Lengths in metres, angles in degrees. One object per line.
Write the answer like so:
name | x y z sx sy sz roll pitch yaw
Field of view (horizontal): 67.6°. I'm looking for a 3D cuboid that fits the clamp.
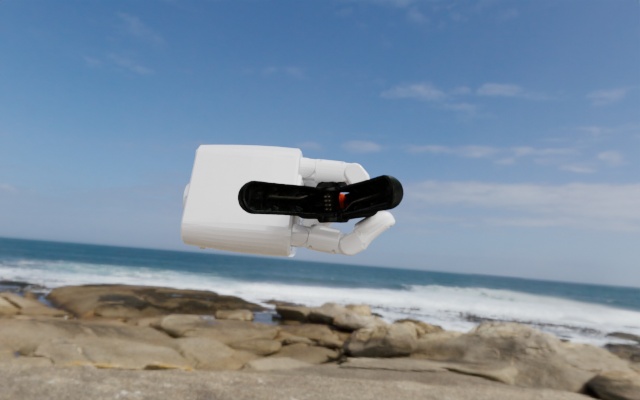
clamp | 0.000 0.001 0.412 0.120 0.039 0.171 5 -7 2
